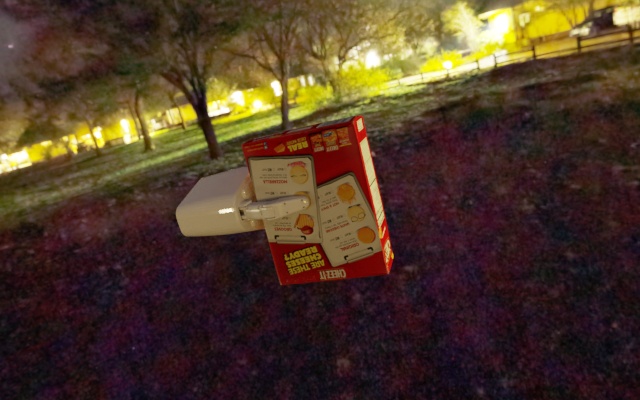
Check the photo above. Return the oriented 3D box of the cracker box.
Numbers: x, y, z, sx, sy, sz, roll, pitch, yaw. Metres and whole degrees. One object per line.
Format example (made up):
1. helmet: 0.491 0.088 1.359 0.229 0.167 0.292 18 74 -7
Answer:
1. cracker box: 0.000 0.002 0.671 0.164 0.214 0.072 -9 15 20
